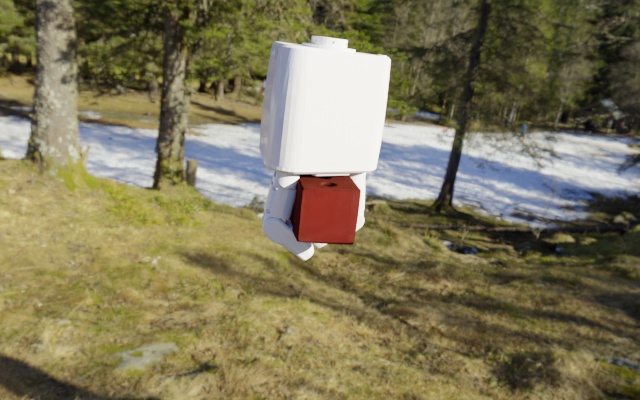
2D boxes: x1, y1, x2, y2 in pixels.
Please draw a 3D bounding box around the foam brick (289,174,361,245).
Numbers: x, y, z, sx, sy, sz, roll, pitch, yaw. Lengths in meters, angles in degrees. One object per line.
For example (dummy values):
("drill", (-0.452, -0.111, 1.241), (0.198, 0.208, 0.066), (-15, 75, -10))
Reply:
("foam brick", (0.000, 0.002, 0.443), (0.053, 0.051, 0.078), (3, 19, -13))
